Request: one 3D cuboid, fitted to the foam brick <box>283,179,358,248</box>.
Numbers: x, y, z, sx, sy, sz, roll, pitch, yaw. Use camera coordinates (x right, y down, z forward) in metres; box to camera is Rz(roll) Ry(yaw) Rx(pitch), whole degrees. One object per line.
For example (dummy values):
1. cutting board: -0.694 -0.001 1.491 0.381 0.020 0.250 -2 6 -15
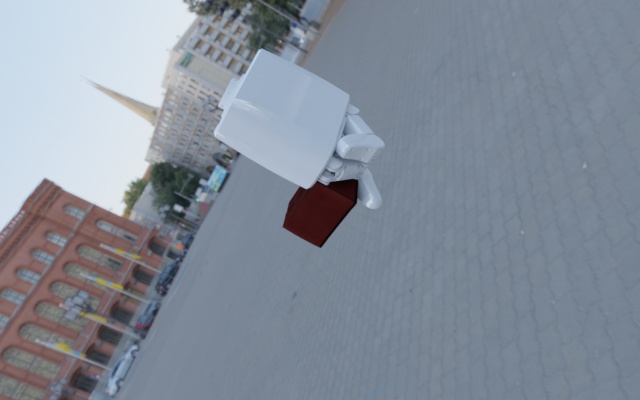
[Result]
1. foam brick: 0.000 0.002 0.529 0.051 0.078 0.053 27 34 -13
